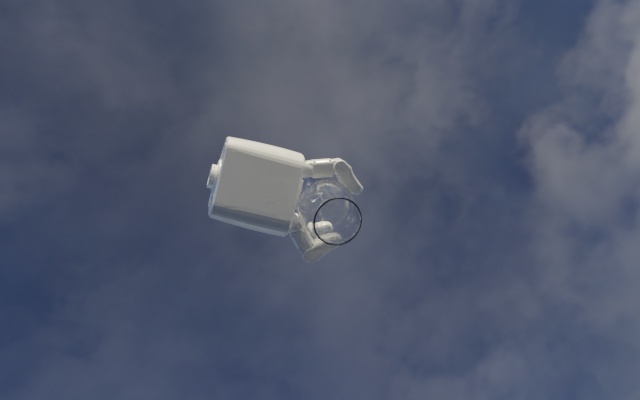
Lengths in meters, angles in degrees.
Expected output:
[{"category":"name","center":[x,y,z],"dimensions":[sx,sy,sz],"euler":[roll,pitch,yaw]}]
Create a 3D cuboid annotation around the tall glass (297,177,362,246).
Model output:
[{"category":"tall glass","center":[0.000,0.002,0.676],"dimensions":[0.079,0.079,0.201],"euler":[0,14,-13]}]
